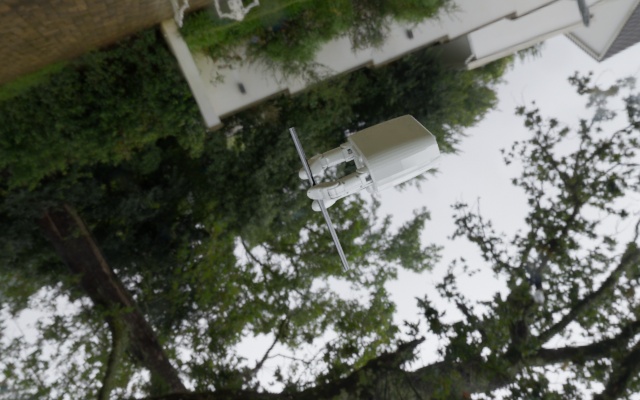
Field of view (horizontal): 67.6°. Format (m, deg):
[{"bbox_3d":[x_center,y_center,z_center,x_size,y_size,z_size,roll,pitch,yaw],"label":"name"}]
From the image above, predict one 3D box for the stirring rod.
[{"bbox_3d":[0.000,0.002,0.720,0.011,0.239,0.011,-19,18,7],"label":"stirring rod"}]
